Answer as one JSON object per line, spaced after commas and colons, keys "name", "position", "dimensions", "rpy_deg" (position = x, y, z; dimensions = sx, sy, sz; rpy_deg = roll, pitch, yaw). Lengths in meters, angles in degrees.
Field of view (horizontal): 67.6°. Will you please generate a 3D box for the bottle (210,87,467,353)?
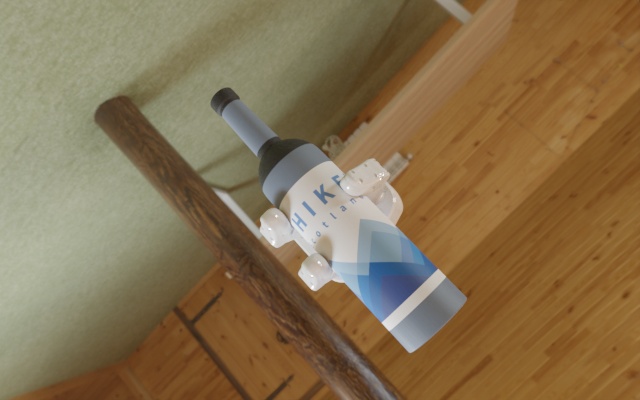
{"name": "bottle", "position": [0.000, 0.002, 0.435], "dimensions": [0.069, 0.295, 0.069], "rpy_deg": [-40, -15, -13]}
